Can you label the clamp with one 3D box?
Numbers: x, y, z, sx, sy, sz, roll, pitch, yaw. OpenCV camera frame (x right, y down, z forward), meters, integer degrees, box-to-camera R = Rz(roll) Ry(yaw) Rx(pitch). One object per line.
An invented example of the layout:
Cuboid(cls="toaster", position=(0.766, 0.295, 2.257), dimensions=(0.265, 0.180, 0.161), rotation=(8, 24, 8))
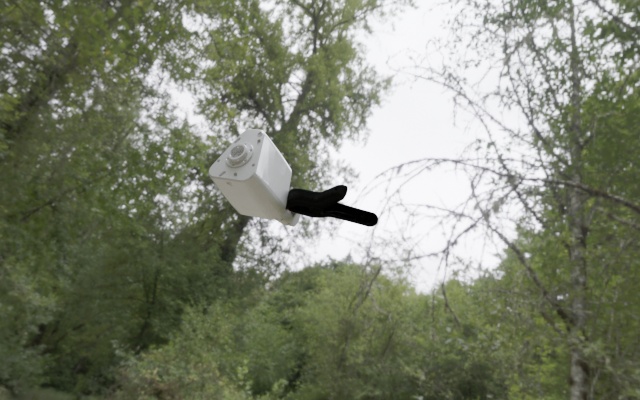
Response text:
Cuboid(cls="clamp", position=(0.000, 0.002, 0.784), dimensions=(0.171, 0.039, 0.120), rotation=(5, -29, 27))
